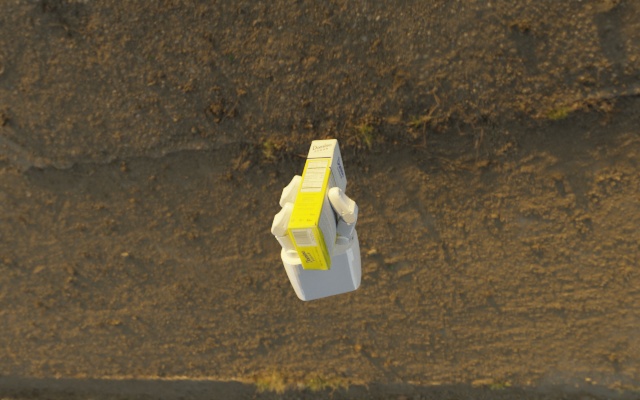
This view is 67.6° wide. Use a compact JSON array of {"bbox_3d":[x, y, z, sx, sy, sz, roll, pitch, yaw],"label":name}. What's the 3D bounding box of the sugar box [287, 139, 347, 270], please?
[{"bbox_3d":[0.000,0.002,0.690,0.048,0.093,0.176,-3,44,14],"label":"sugar box"}]
